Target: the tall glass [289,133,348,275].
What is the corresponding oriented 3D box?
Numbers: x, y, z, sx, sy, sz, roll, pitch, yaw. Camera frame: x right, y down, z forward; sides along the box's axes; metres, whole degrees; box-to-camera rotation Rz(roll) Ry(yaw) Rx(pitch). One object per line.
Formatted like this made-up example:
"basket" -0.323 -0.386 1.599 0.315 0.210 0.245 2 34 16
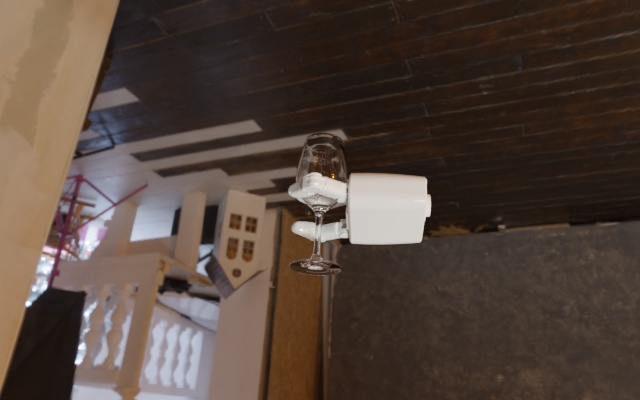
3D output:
"tall glass" 0.000 0.003 0.696 0.079 0.201 0.079 3 -23 1
